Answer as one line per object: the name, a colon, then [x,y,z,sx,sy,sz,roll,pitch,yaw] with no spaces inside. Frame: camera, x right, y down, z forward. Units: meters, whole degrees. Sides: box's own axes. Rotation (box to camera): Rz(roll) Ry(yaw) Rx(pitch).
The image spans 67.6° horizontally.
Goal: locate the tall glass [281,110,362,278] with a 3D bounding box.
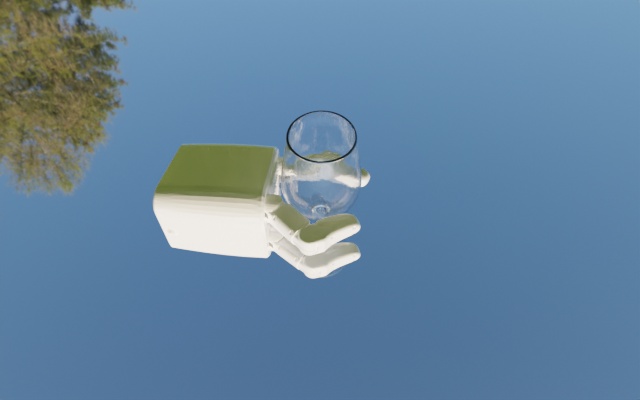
tall glass: [0.000,0.002,0.492,0.079,0.079,0.201,0,-35,-1]
